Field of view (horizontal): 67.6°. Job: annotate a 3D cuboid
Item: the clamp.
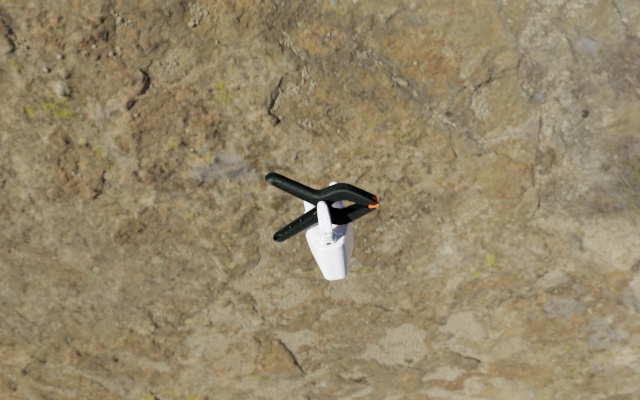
[{"bbox_3d":[0.001,0.004,0.876,0.210,0.165,0.036,-9,43,2],"label":"clamp"}]
